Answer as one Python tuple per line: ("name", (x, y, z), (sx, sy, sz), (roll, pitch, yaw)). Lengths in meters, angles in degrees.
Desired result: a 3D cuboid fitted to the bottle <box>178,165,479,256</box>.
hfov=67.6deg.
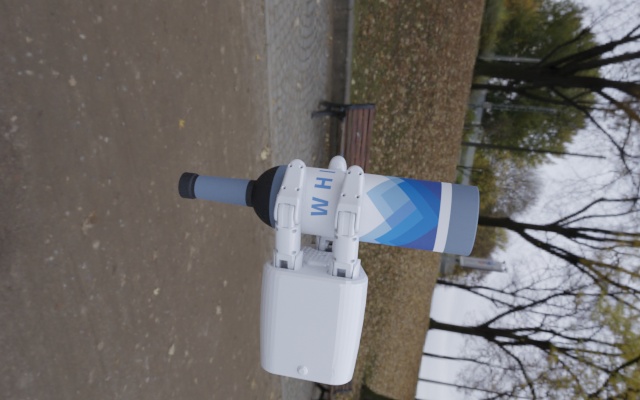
("bottle", (0.000, 0.002, 0.477), (0.295, 0.069, 0.069), (7, 1, 10))
